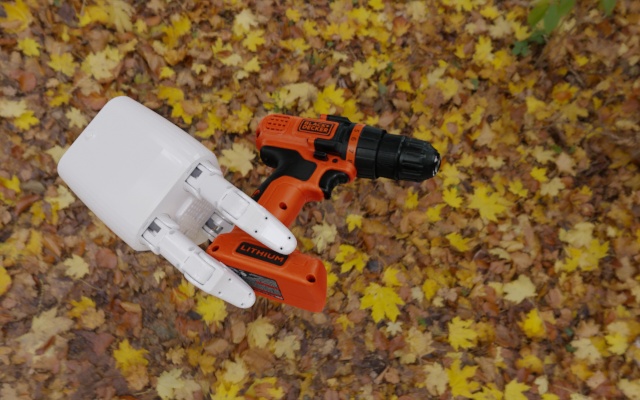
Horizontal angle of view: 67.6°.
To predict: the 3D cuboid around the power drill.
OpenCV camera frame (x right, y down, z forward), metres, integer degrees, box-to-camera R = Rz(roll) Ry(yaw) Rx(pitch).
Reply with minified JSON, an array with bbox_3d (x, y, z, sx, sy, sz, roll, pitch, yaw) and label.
[{"bbox_3d":[0.000,0.002,0.428,0.184,0.187,0.057,11,-36,20],"label":"power drill"}]
